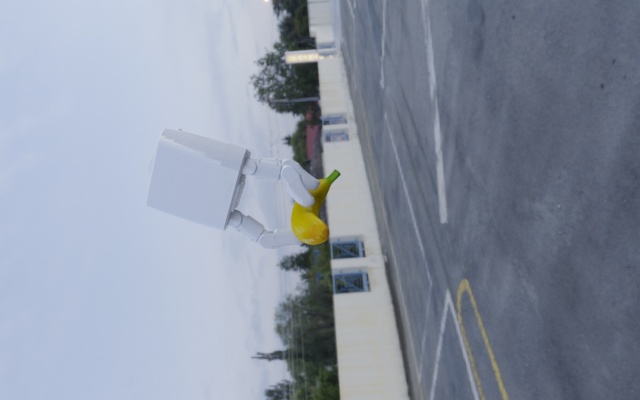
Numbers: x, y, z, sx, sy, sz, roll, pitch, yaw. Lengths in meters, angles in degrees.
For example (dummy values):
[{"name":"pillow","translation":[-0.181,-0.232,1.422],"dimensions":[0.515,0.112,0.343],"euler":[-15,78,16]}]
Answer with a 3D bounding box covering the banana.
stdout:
[{"name":"banana","translation":[-0.011,0.013,0.634],"dimensions":[0.037,0.070,0.197],"euler":[38,24,-13]}]
